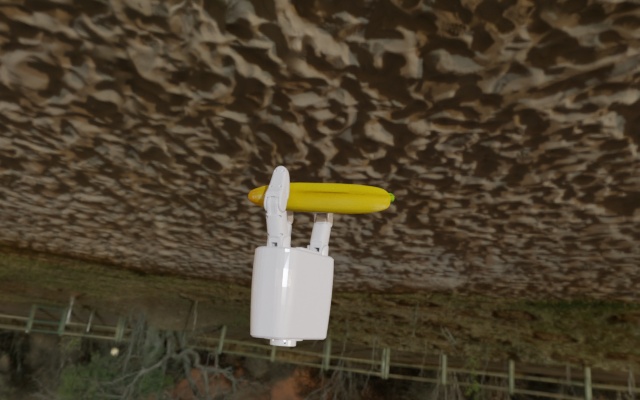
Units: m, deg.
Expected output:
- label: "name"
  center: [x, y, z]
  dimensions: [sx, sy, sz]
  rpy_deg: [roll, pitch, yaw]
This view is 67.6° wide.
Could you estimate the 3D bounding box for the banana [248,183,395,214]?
- label: "banana"
  center: [0.006, -0.001, 0.613]
  dimensions: [0.198, 0.037, 0.069]
  rpy_deg: [3, -10, -6]
